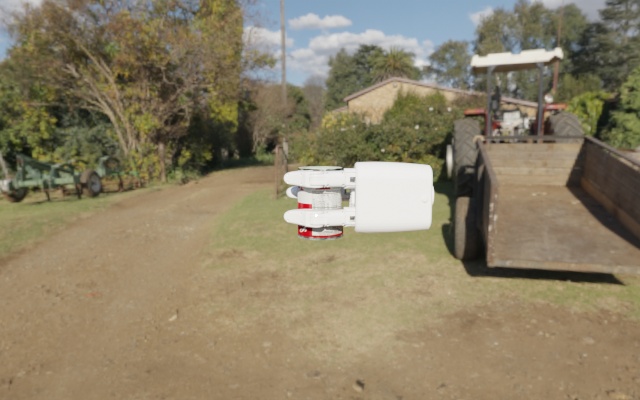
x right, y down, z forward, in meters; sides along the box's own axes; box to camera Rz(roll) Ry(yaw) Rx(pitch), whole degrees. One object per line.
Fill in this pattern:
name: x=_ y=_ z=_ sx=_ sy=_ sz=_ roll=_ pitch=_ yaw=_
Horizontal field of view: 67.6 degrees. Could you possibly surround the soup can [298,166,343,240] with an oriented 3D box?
soup can: x=0.000 y=0.002 z=0.703 sx=0.068 sy=0.102 sz=0.068 roll=0 pitch=7 yaw=0
